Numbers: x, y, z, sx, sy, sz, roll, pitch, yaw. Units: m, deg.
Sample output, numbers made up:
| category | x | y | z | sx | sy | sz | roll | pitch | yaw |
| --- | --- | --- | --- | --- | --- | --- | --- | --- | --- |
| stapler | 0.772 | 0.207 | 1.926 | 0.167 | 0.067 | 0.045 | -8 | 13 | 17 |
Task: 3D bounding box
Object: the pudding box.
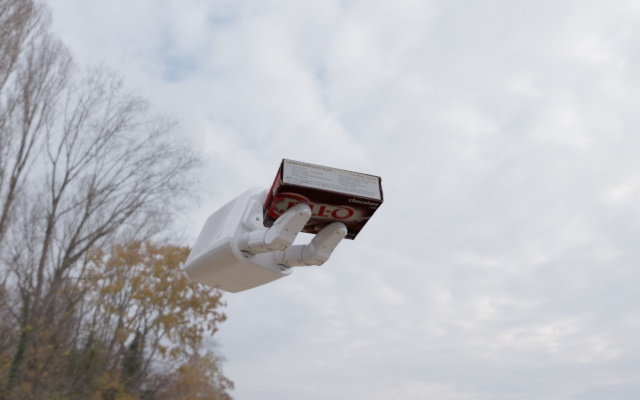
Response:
| category | x | y | z | sx | sy | sz | roll | pitch | yaw |
| --- | --- | --- | --- | --- | --- | --- | --- | --- | --- |
| pudding box | 0.000 | 0.002 | 0.523 | 0.113 | 0.039 | 0.090 | 8 | -32 | -15 |
